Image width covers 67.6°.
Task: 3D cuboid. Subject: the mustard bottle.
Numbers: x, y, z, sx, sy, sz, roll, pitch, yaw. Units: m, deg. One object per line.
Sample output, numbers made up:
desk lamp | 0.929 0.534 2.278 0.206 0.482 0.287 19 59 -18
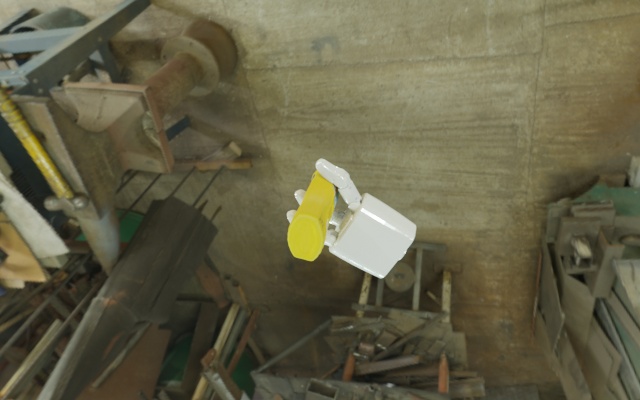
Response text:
mustard bottle | 0.000 0.003 0.792 0.058 0.096 0.191 12 40 8
